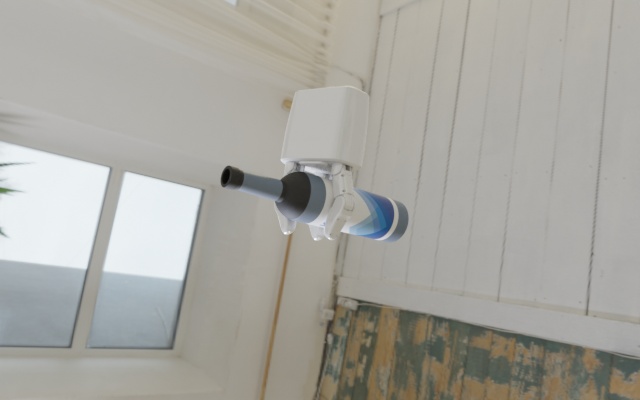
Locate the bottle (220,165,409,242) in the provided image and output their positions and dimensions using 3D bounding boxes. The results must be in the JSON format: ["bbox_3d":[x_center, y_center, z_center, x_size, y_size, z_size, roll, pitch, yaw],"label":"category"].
[{"bbox_3d":[0.000,0.002,0.655,0.296,0.069,0.069,15,-10,-38],"label":"bottle"}]
